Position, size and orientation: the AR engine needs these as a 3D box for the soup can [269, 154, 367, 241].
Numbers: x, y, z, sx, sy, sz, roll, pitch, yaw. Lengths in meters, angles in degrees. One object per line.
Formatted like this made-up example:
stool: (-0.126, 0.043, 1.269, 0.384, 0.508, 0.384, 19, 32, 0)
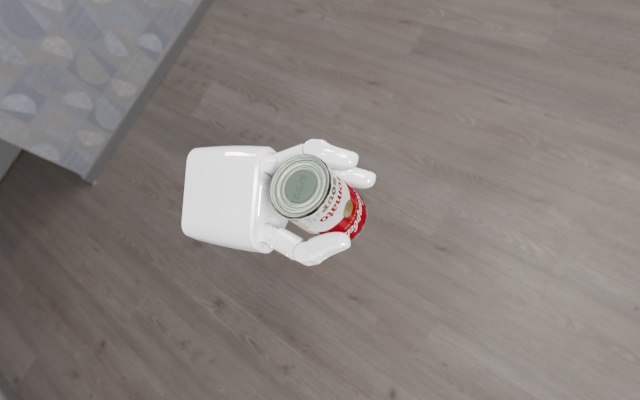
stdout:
soup can: (0.000, 0.002, 0.497, 0.068, 0.068, 0.102, 0, -19, 26)
